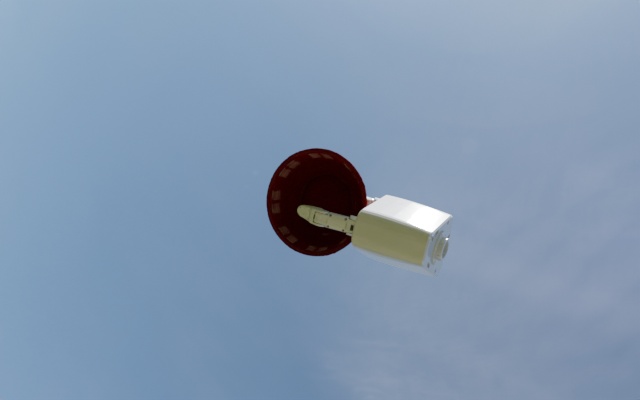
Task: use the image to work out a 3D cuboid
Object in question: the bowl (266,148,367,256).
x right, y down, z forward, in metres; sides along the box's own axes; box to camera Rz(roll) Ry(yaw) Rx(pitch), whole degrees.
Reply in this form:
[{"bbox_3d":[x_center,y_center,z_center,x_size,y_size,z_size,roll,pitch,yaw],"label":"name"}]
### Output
[{"bbox_3d":[-0.001,0.002,0.735,0.162,0.162,0.055,0,1,20],"label":"bowl"}]
